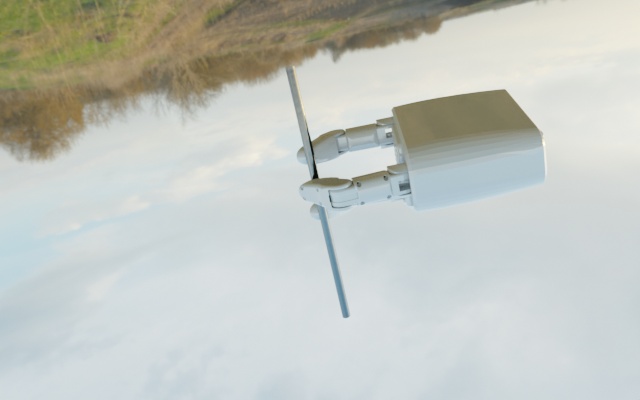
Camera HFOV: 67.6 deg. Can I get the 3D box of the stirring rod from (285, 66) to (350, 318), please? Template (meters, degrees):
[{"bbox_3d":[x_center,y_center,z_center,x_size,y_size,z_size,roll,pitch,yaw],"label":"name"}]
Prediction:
[{"bbox_3d":[0.000,0.001,0.431,0.011,0.239,0.011,-12,18,4],"label":"stirring rod"}]
